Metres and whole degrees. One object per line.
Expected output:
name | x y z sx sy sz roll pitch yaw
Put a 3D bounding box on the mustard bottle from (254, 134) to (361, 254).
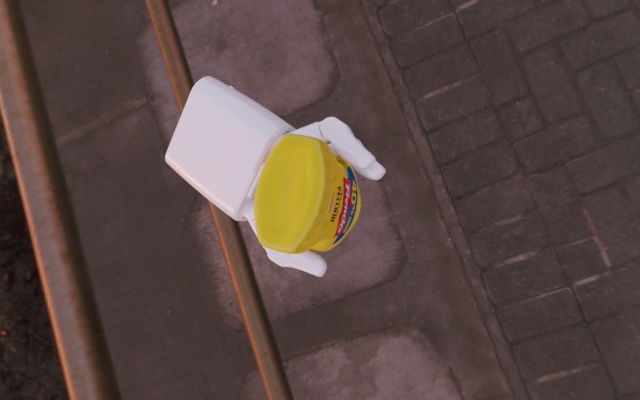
mustard bottle | 0.000 0.002 0.464 0.058 0.096 0.191 11 -2 16
